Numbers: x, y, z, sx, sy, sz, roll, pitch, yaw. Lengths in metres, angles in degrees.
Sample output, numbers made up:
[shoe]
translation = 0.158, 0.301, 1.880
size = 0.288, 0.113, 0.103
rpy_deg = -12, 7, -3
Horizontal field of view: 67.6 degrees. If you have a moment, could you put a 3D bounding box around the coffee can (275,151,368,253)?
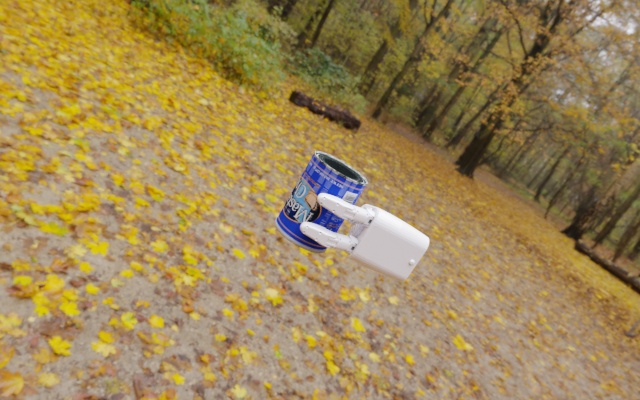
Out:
[coffee can]
translation = 0.000, 0.003, 0.804
size = 0.103, 0.140, 0.102
rpy_deg = 28, 16, -9
